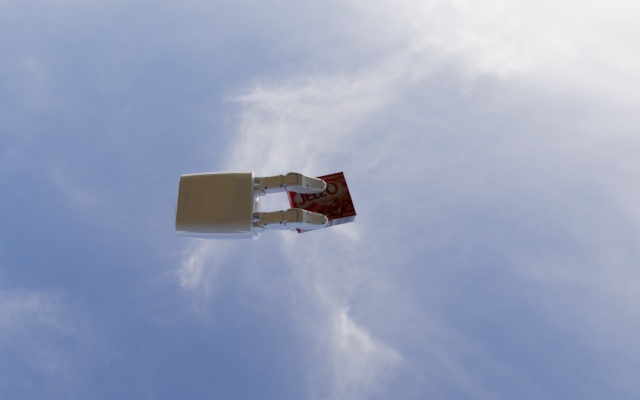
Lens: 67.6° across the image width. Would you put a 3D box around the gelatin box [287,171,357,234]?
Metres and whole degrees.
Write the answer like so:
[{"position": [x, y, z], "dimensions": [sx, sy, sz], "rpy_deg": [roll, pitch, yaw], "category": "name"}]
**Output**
[{"position": [0.000, 0.002, 0.699], "dimensions": [0.089, 0.073, 0.030], "rpy_deg": [-11, -23, -11], "category": "gelatin box"}]
